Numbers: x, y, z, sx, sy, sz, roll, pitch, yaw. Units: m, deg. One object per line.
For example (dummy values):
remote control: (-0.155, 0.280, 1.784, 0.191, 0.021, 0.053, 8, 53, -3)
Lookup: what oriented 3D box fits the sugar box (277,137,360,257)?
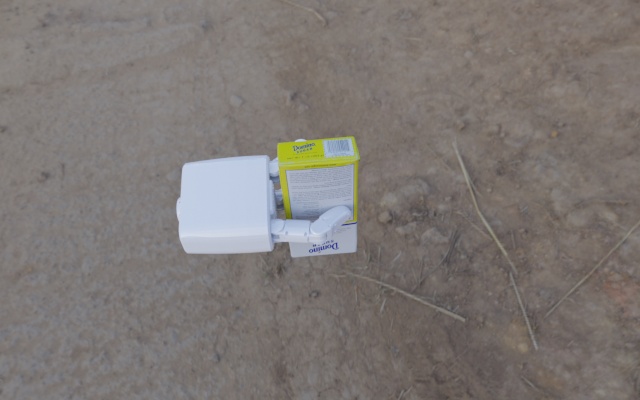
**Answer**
sugar box: (0.000, 0.002, 0.606, 0.093, 0.048, 0.176, -4, -40, -2)
